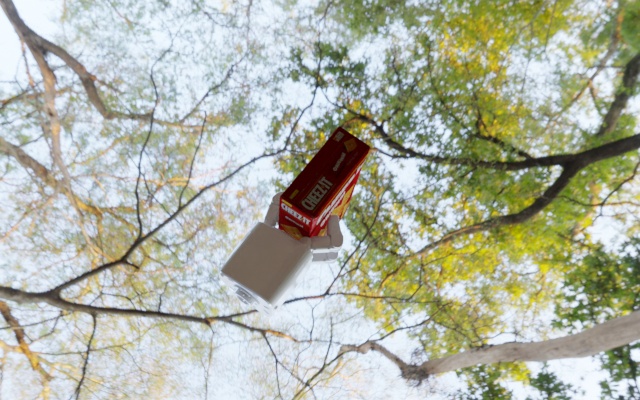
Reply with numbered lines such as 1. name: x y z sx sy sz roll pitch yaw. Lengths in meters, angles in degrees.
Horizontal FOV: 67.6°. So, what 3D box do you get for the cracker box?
1. cracker box: 0.000 0.003 0.817 0.072 0.164 0.214 33 -26 9
